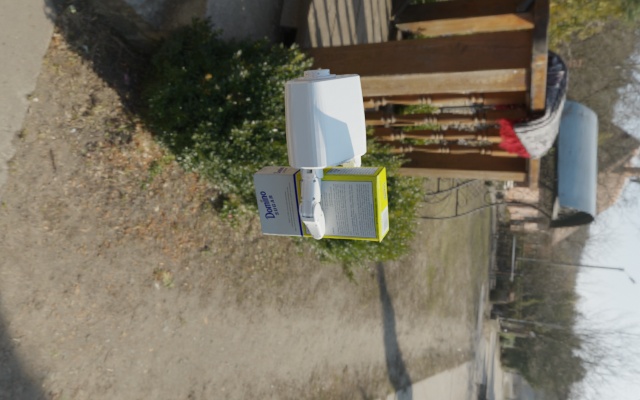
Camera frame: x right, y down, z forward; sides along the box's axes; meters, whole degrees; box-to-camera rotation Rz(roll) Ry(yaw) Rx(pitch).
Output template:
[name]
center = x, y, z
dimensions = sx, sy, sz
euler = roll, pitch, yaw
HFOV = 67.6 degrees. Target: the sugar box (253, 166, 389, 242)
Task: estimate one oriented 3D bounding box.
[sugar box]
center = 0.000, 0.002, 0.647
dimensions = 0.176, 0.093, 0.048
euler = 4, 22, 24
